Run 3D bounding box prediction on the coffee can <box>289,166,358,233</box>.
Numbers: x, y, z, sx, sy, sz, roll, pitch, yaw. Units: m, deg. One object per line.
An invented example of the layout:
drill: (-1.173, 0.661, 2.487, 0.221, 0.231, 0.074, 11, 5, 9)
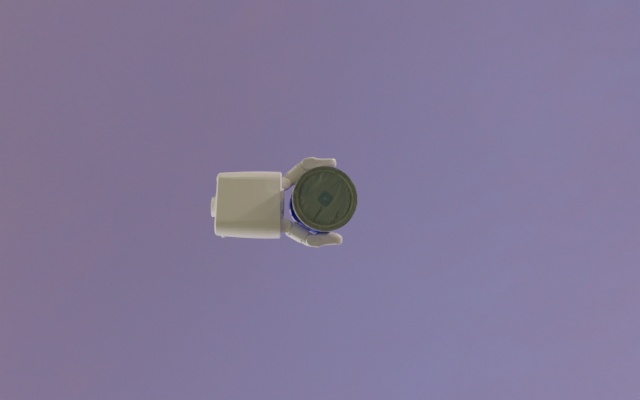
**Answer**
coffee can: (0.000, 0.003, 0.808, 0.103, 0.103, 0.140, 0, -5, -6)
